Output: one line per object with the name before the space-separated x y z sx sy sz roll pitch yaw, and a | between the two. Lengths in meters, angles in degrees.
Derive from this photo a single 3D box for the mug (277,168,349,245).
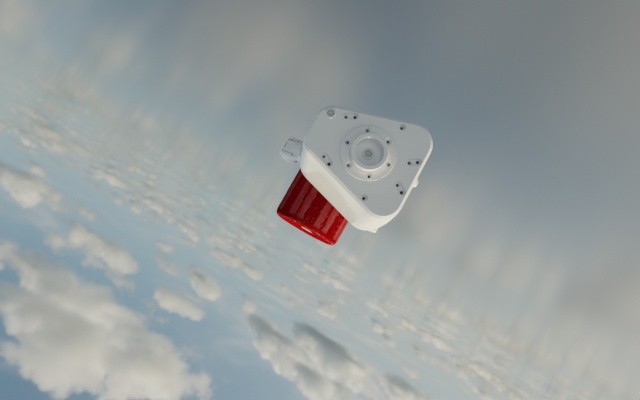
mug | 0.000 0.002 0.583 0.093 0.081 0.117 29 -8 2
